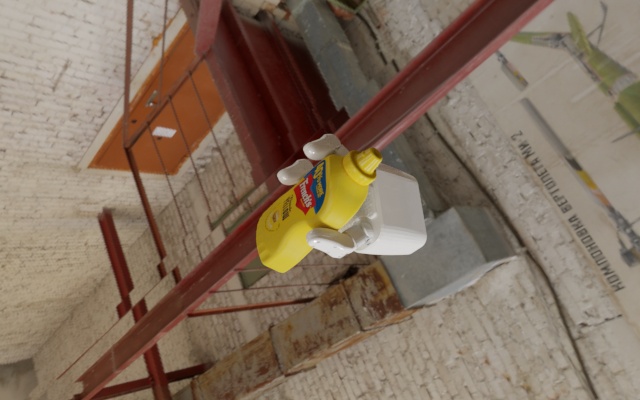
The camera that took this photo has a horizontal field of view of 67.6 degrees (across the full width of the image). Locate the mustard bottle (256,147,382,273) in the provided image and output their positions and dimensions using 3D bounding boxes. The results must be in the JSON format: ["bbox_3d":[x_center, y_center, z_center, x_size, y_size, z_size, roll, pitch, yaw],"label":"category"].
[{"bbox_3d":[0.000,0.002,0.563,0.058,0.096,0.192,31,-52,-27],"label":"mustard bottle"}]
